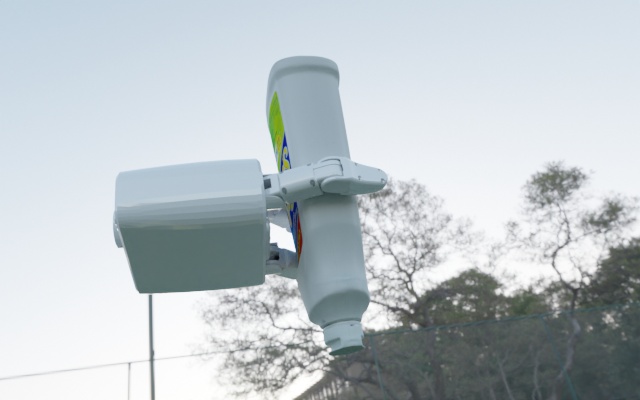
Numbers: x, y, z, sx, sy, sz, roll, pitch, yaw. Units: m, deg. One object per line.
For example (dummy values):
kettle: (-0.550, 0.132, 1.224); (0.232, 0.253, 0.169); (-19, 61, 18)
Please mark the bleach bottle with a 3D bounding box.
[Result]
bleach bottle: (0.000, 0.001, 0.413); (0.068, 0.250, 0.103); (-4, -29, -13)
